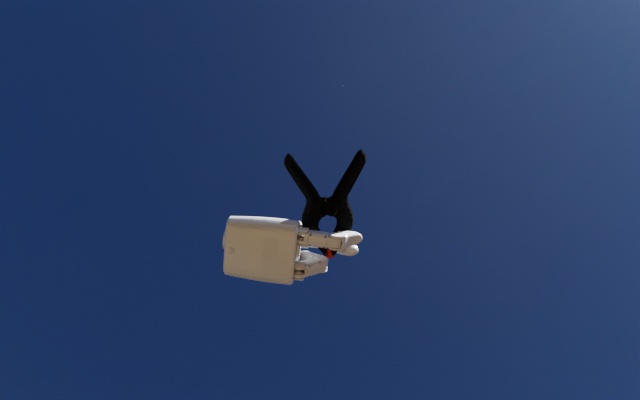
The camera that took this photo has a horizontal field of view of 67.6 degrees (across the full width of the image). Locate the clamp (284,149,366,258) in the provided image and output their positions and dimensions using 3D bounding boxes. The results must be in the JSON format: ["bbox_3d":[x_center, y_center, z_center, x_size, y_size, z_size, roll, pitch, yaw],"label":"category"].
[{"bbox_3d":[0.000,0.002,0.723,0.120,0.171,0.039,7,14,1],"label":"clamp"}]
